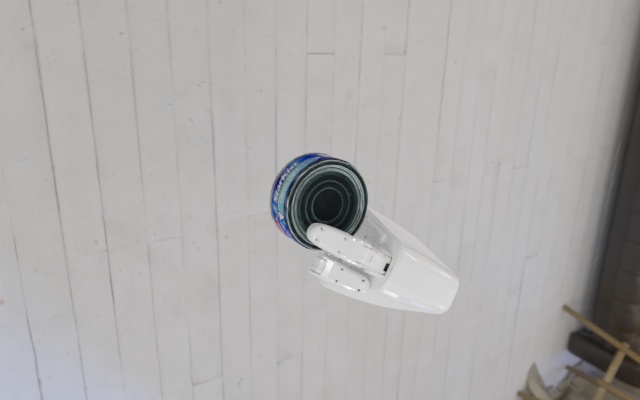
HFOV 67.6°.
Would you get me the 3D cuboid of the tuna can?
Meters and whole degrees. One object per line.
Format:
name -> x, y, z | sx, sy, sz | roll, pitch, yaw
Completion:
tuna can -> 0.000, 0.002, 0.430 | 0.086, 0.086, 0.033 | 0, 13, -29
